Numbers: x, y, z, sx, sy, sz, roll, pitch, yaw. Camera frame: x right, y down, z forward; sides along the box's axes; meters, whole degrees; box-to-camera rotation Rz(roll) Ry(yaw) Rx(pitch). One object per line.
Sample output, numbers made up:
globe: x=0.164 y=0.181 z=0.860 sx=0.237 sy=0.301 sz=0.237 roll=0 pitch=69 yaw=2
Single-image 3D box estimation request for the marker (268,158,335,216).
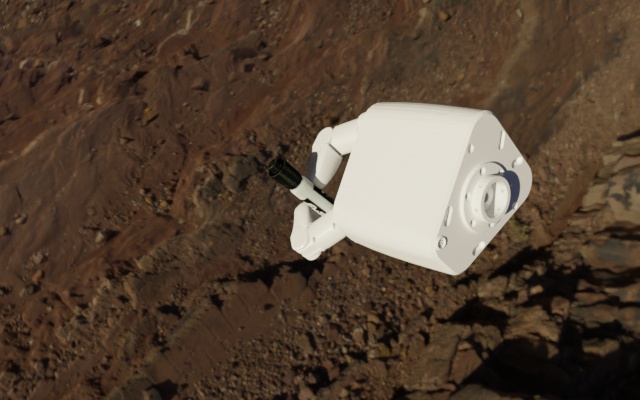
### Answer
marker: x=0.000 y=0.001 z=0.414 sx=0.020 sy=0.020 sz=0.121 roll=0 pitch=-31 yaw=48
